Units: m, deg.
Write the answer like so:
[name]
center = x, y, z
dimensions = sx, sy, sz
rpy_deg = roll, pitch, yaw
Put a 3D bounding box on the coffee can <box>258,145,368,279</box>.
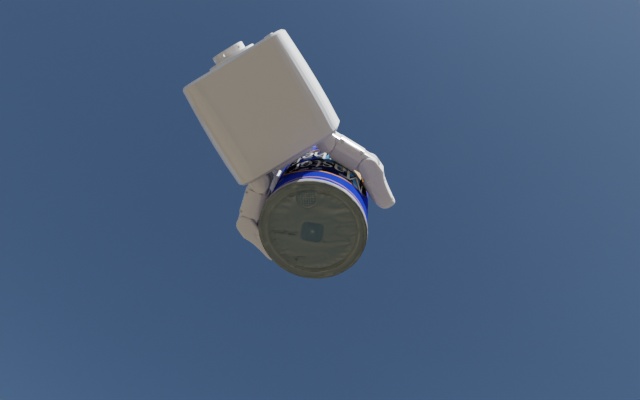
[coffee can]
center = 0.000, 0.002, 0.505
dimensions = 0.103, 0.103, 0.140
rpy_deg = 0, 24, 7
